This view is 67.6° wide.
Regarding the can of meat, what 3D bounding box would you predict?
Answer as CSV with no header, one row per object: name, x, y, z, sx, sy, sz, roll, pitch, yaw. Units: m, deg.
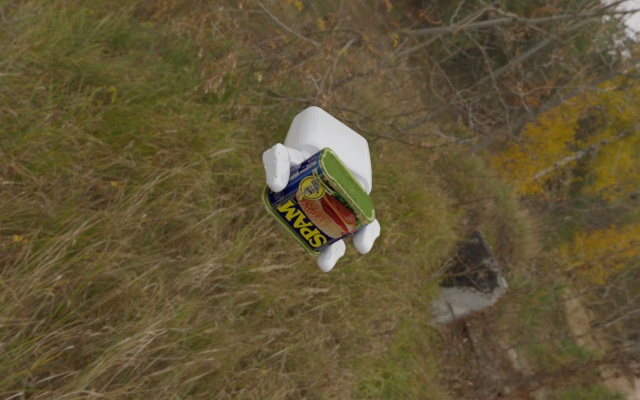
can of meat,0.000,0.002,0.533,0.084,0.102,0.057,-31,25,24
